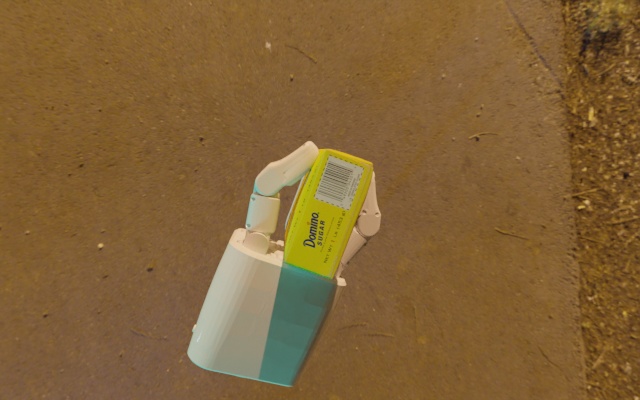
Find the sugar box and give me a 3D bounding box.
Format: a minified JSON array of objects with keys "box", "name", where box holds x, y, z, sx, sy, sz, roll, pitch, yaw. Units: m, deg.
[{"box":[0.000,0.001,0.436,0.048,0.093,0.176,20,3,-8],"name":"sugar box"}]
